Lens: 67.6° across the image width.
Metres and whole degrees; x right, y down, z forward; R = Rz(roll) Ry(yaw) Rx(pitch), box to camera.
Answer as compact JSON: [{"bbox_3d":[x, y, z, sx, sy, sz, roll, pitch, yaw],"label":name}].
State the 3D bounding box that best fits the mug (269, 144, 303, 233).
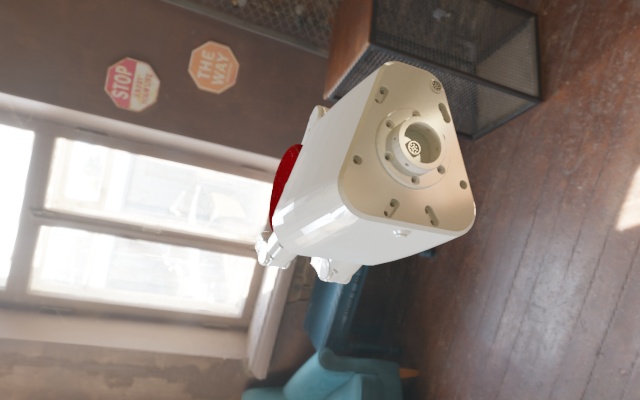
[{"bbox_3d":[-0.001,0.002,0.431,0.081,0.093,0.117,12,-20,-21],"label":"mug"}]
